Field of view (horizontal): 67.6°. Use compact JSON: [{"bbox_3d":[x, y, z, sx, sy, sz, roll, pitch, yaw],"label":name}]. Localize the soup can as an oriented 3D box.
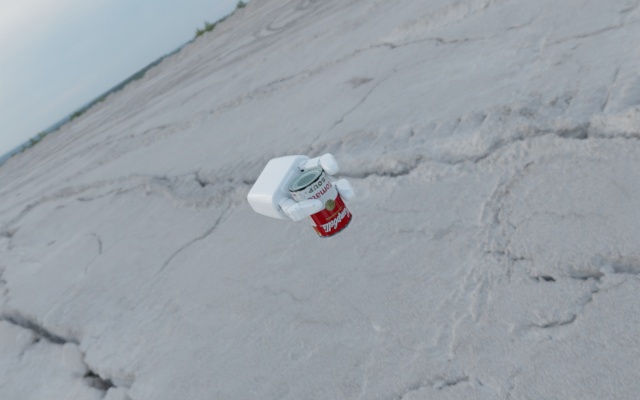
[{"bbox_3d":[0.000,0.002,0.798,0.068,0.102,0.068,-27,24,13],"label":"soup can"}]
